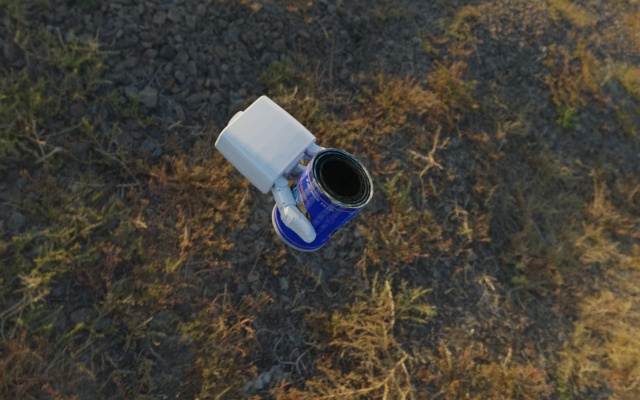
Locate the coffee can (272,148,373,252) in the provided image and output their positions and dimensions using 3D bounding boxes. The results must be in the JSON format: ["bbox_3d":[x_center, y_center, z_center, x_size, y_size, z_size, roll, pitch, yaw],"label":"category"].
[{"bbox_3d":[0.000,0.003,0.730,0.103,0.102,0.140,0,-30,-33],"label":"coffee can"}]
